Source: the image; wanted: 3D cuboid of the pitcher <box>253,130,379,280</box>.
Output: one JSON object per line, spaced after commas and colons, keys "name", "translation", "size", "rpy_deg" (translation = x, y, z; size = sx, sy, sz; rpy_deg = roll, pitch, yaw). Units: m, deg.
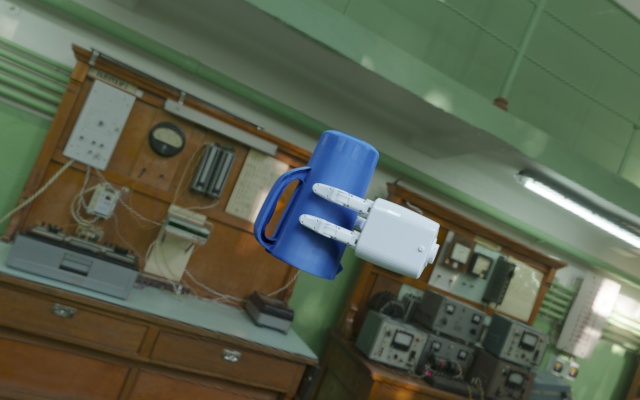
{"name": "pitcher", "translation": [0.000, 0.003, 0.829], "size": [0.145, 0.243, 0.149], "rpy_deg": [22, -2, 19]}
